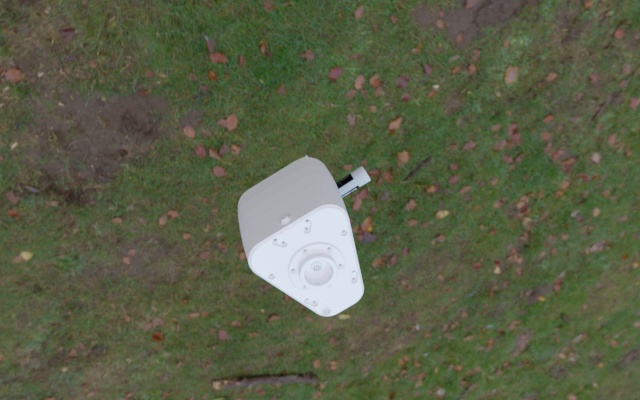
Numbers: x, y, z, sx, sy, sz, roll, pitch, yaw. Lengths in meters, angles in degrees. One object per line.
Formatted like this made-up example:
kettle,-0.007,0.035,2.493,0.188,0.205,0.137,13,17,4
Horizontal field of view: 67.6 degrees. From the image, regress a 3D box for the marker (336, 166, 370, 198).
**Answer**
marker,0.000,0.002,0.533,0.121,0.020,0.020,-32,-2,4
